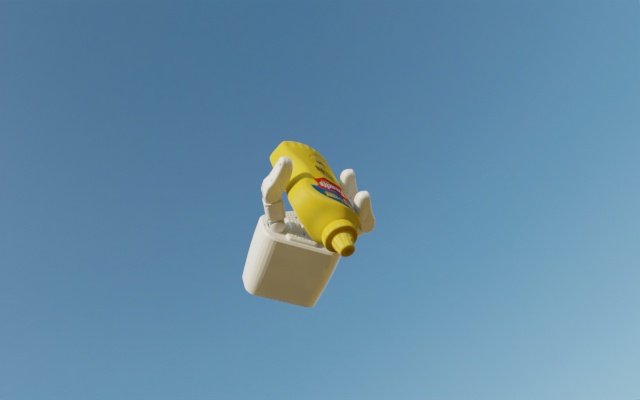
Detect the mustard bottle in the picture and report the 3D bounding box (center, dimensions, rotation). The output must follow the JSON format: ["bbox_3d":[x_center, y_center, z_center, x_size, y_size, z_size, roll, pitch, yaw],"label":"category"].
[{"bbox_3d":[0.000,0.002,0.598,0.096,0.058,0.191,32,19,-37],"label":"mustard bottle"}]
